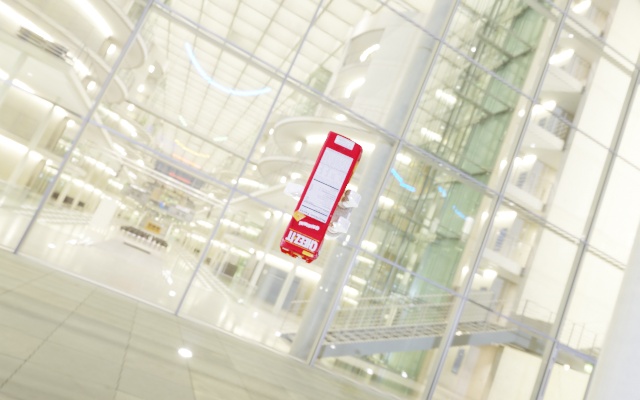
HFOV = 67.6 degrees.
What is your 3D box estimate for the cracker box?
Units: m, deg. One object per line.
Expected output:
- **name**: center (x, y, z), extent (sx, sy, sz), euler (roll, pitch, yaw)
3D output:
- **cracker box**: center (0.000, 0.003, 0.858), extent (0.072, 0.213, 0.164), euler (23, -10, 1)
